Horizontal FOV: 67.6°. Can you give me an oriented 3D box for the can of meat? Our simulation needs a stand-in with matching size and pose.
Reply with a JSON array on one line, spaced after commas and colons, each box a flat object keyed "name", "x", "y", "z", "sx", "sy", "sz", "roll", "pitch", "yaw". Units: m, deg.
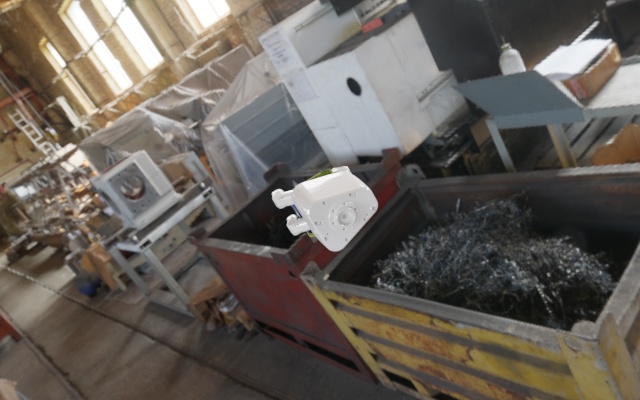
[{"name": "can of meat", "x": 0.000, "y": 0.003, "z": 0.874, "sx": 0.102, "sy": 0.084, "sz": 0.057, "roll": -32, "pitch": 21, "yaw": -1}]
